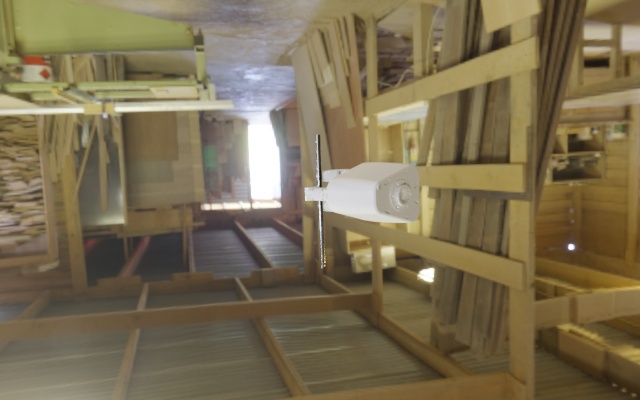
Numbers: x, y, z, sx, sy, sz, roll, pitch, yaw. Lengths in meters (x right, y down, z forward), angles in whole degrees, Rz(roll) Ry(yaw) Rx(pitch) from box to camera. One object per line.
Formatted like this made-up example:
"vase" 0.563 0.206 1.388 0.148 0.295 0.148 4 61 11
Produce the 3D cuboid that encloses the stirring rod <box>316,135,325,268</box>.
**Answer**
"stirring rod" 0.000 0.003 0.860 0.011 0.239 0.011 -2 6 0
